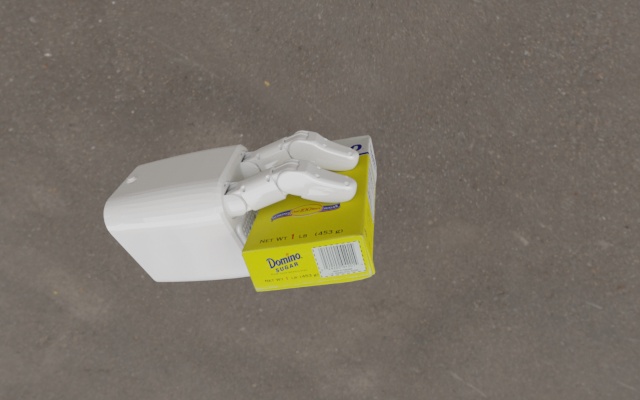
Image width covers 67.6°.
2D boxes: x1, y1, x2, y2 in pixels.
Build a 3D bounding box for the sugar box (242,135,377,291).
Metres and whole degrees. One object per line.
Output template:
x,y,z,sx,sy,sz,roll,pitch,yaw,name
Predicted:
0.000,0.001,0.416,0.093,0.048,0.176,-8,32,12,sugar box
